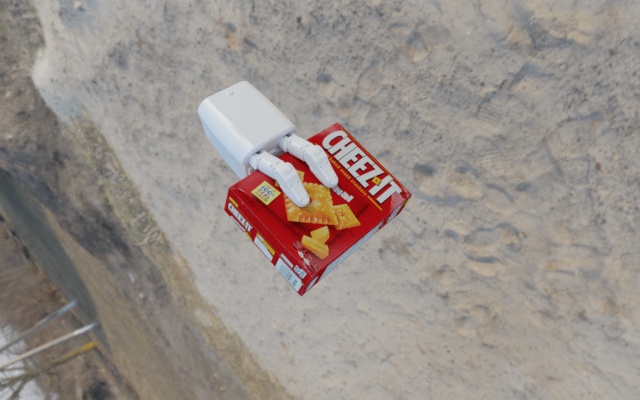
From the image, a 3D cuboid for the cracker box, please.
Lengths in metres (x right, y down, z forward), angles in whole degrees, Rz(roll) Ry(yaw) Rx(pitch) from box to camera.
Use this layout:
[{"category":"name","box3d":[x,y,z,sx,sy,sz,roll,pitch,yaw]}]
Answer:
[{"category":"cracker box","box3d":[0.000,0.002,0.674,0.213,0.164,0.072,-36,-15,-32]}]
